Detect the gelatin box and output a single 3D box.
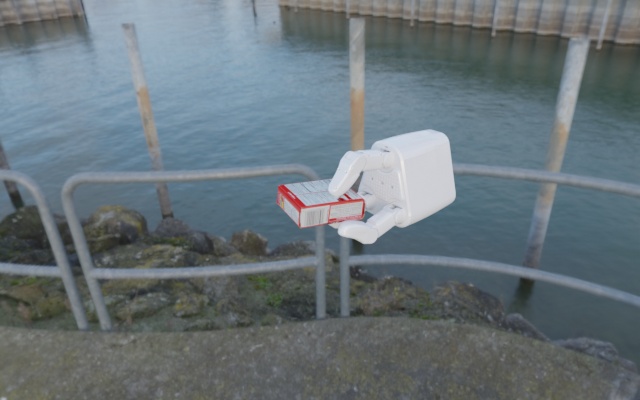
[{"bbox_3d":[0.000,0.002,0.596,0.089,0.030,0.073,-8,27,-26],"label":"gelatin box"}]
